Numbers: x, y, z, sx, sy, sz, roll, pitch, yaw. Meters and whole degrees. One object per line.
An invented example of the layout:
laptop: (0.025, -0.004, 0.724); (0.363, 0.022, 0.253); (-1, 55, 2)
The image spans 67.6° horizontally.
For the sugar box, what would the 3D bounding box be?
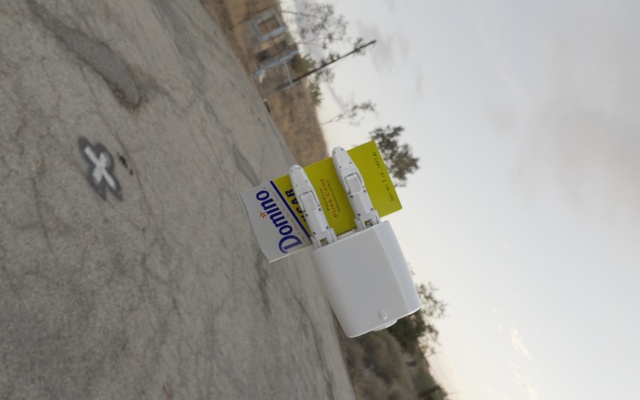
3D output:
sugar box: (0.000, 0.002, 0.584); (0.176, 0.093, 0.048); (-22, -5, -2)
